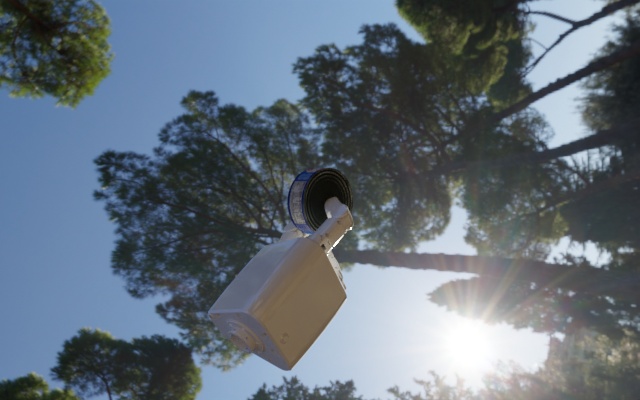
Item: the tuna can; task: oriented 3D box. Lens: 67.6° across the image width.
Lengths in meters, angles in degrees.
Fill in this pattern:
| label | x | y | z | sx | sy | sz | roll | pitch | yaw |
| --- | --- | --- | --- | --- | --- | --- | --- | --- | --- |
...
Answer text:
| label | x | y | z | sx | sy | sz | roll | pitch | yaw |
| --- | --- | --- | --- | --- | --- | --- | --- | --- | --- |
| tuna can | 0.000 | 0.002 | 0.601 | 0.086 | 0.086 | 0.034 | 0 | 1 | -44 |
